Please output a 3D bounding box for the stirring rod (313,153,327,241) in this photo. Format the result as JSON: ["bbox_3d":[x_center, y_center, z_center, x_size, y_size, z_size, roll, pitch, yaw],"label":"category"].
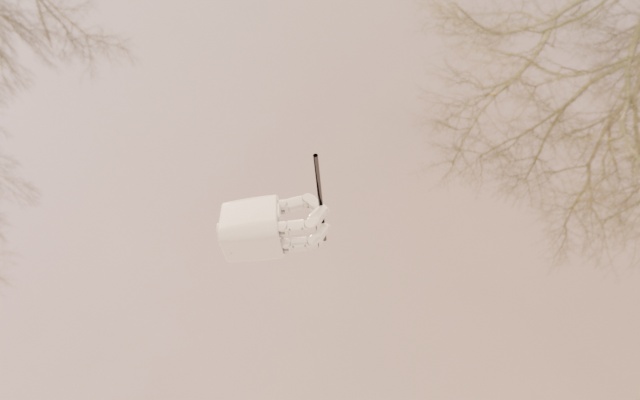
[{"bbox_3d":[0.000,0.003,0.849,0.011,0.011,0.240,0,-38,5],"label":"stirring rod"}]
